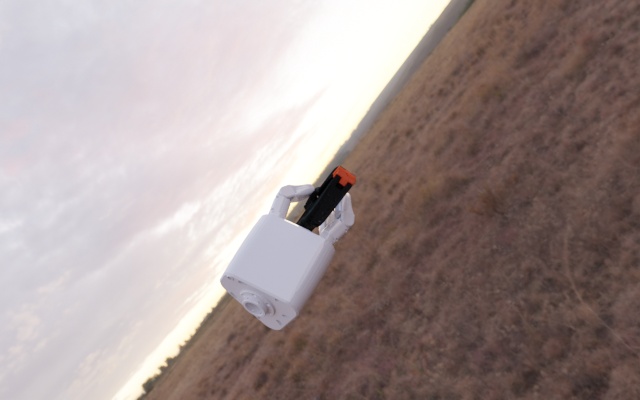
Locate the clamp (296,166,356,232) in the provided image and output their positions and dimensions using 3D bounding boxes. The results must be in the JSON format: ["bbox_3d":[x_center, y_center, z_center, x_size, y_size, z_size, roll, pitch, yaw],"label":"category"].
[{"bbox_3d":[0.000,0.002,0.695,0.036,0.164,0.210,33,-38,-5],"label":"clamp"}]
